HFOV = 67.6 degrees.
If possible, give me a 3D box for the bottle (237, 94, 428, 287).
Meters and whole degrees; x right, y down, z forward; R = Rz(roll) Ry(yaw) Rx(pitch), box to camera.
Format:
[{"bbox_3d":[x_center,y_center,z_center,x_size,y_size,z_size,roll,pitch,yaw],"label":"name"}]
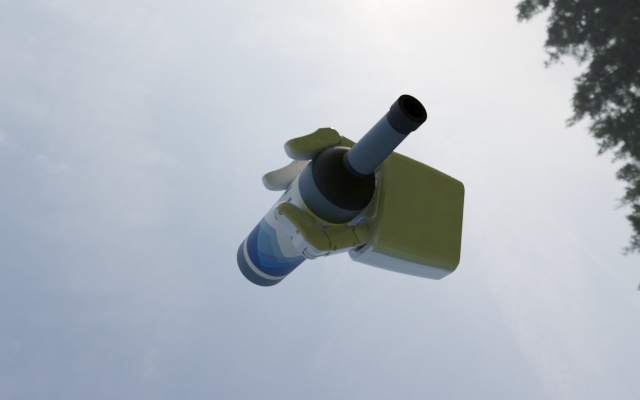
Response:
[{"bbox_3d":[0.000,0.002,0.466,0.069,0.069,0.296,0,-29,-33],"label":"bottle"}]
